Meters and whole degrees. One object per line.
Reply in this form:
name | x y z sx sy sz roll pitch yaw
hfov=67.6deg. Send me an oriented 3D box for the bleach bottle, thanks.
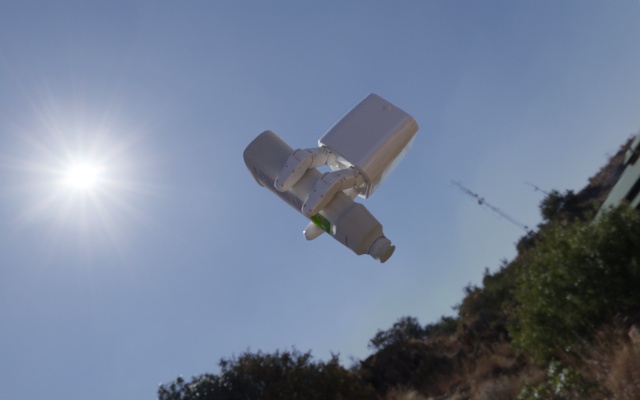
bleach bottle | 0.000 0.002 0.661 0.250 0.068 0.103 39 -13 28
